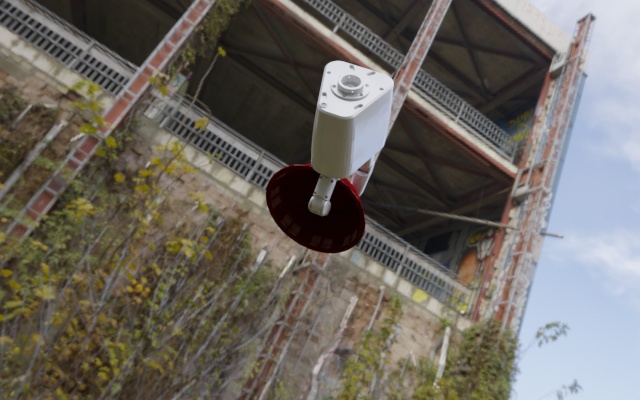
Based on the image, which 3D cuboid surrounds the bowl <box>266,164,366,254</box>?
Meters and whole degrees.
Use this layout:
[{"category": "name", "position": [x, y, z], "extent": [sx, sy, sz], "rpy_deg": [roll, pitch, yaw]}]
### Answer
[{"category": "bowl", "position": [0.000, 0.003, 0.727], "extent": [0.162, 0.162, 0.055], "rpy_deg": [0, 34, 29]}]
